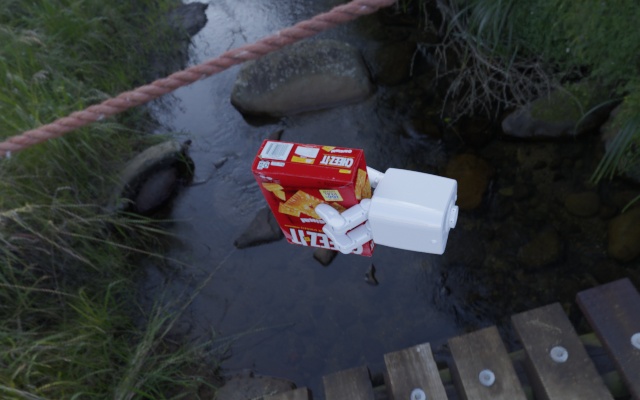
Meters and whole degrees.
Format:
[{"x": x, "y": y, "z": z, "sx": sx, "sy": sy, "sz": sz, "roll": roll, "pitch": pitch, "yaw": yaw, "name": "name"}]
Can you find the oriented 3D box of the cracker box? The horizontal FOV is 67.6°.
[{"x": 0.000, "y": 0.002, "z": 0.777, "sx": 0.164, "sy": 0.072, "sz": 0.214, "roll": 8, "pitch": -34, "yaw": 20, "name": "cracker box"}]
